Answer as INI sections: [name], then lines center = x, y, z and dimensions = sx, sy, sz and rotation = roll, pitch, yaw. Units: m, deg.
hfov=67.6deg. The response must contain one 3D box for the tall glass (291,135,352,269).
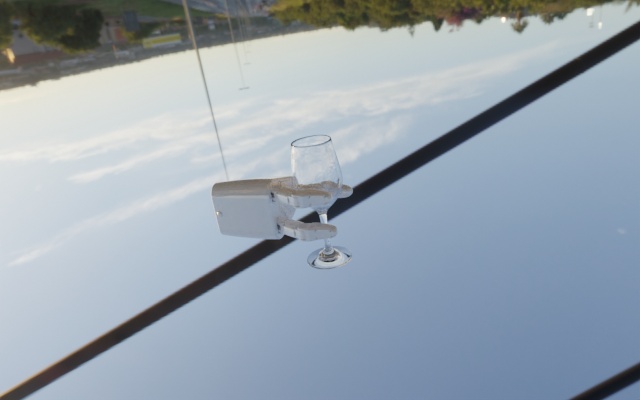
[tall glass]
center = 0.000, 0.003, 0.747
dimensions = 0.079, 0.201, 0.079
rotation = -7, 22, 3
